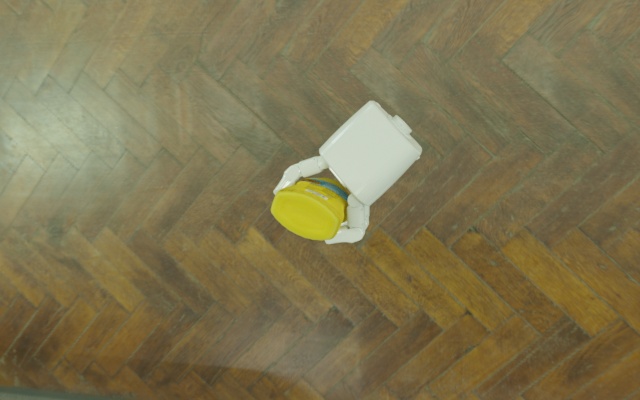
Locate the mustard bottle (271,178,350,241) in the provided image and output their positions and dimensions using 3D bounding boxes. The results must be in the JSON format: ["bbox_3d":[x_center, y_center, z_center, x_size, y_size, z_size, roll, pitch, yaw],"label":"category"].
[{"bbox_3d":[0.000,0.003,0.718,0.096,0.058,0.191,23,16,9],"label":"mustard bottle"}]
